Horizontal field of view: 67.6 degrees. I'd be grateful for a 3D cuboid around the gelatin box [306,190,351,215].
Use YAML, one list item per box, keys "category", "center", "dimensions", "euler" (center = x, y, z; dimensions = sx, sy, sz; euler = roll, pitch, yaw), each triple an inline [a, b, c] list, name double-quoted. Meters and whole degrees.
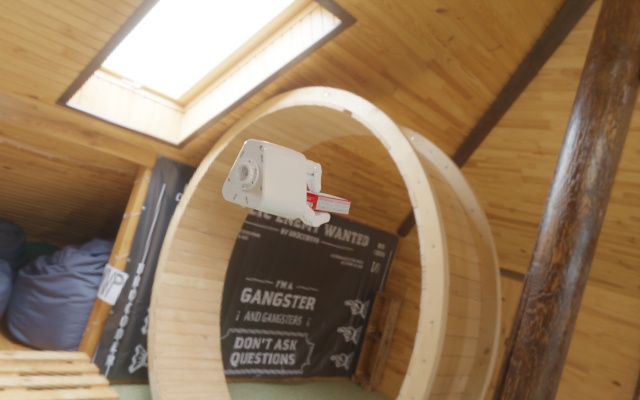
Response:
- category: "gelatin box"
  center: [0.000, 0.002, 0.888]
  dimensions: [0.089, 0.030, 0.073]
  euler: [9, 5, -41]
